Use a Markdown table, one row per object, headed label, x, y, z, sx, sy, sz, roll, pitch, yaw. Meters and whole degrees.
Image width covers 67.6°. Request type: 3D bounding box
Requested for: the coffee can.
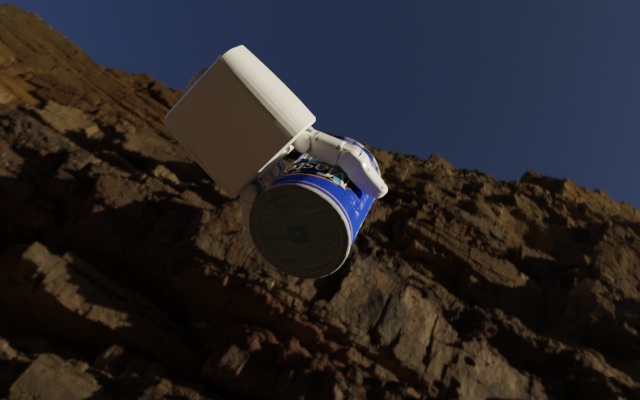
| label | x | y | z | sx | sy | sz | roll | pitch | yaw |
| --- | --- | --- | --- | --- | --- | --- | --- | --- | --- |
| coffee can | 0.000 | 0.002 | 0.511 | 0.103 | 0.103 | 0.140 | 0 | 26 | 21 |
